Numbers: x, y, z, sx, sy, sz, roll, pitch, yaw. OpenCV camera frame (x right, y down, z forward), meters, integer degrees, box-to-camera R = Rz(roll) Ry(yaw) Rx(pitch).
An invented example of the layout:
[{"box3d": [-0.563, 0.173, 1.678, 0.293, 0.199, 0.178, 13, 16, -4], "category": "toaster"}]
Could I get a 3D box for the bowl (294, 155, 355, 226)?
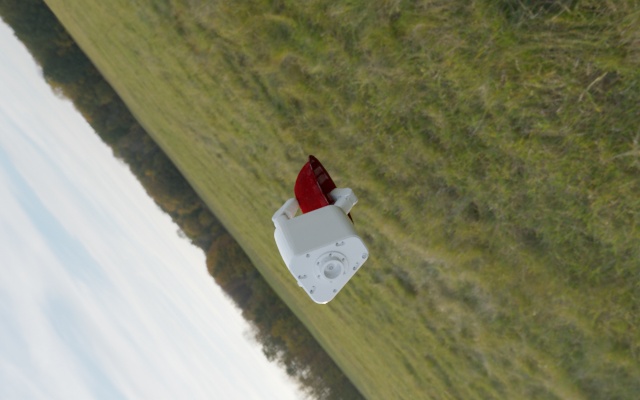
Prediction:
[{"box3d": [0.000, 0.003, 0.838, 0.055, 0.162, 0.162, -29, -6, 11], "category": "bowl"}]
